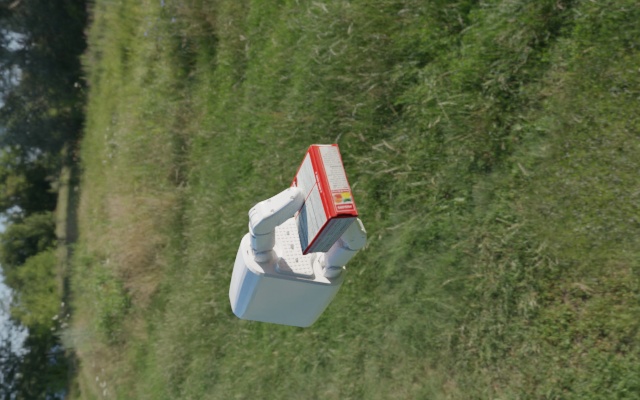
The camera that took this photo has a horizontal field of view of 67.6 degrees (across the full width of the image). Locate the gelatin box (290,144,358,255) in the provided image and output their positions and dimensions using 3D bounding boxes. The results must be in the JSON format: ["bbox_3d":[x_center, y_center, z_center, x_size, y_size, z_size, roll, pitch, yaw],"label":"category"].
[{"bbox_3d":[0.000,0.001,0.447,0.030,0.073,0.089,-5,-26,-21],"label":"gelatin box"}]
